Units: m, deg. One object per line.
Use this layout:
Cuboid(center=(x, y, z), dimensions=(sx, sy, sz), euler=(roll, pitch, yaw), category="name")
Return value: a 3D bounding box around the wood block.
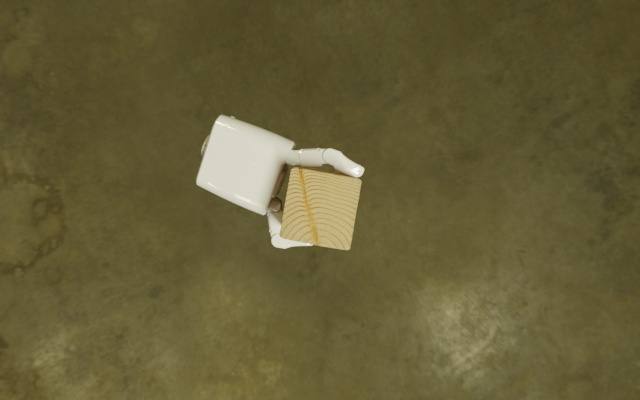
Cuboid(center=(0.000, 0.002, 0.681), dimensions=(0.090, 0.091, 0.206), euler=(10, 5, -1), category="wood block")
